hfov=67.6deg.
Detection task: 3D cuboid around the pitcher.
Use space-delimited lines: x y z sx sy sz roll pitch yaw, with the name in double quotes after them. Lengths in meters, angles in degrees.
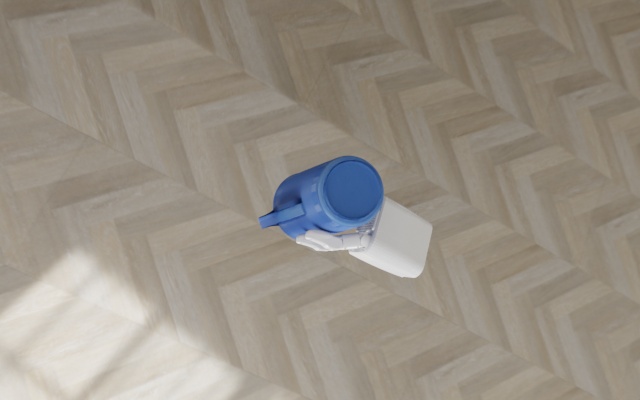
0.000 0.003 0.810 0.145 0.149 0.243 28 -15 -13 "pitcher"
